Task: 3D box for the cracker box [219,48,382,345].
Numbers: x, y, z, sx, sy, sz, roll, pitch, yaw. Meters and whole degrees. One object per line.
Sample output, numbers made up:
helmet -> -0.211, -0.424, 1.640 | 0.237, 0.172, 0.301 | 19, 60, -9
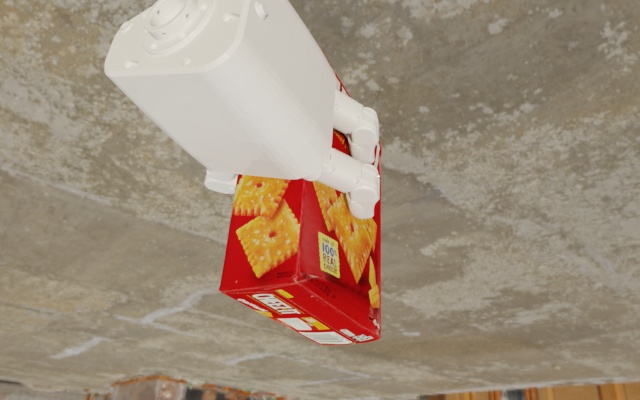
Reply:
cracker box -> 0.000, 0.002, 0.420 | 0.072, 0.213, 0.164 | -10, -32, 24
